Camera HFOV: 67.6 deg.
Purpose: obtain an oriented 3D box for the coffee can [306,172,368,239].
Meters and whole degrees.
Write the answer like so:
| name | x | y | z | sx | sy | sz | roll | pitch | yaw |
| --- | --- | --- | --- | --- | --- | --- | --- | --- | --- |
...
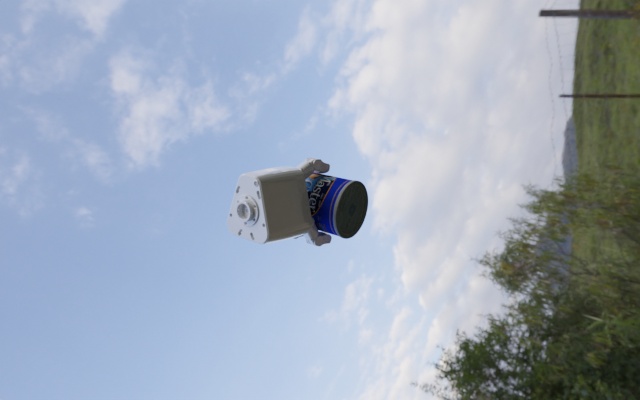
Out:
| name | x | y | z | sx | sy | sz | roll | pitch | yaw |
| --- | --- | --- | --- | --- | --- | --- | --- | --- | --- |
| coffee can | 0.000 | 0.003 | 0.861 | 0.140 | 0.103 | 0.103 | 14 | 8 | 34 |
